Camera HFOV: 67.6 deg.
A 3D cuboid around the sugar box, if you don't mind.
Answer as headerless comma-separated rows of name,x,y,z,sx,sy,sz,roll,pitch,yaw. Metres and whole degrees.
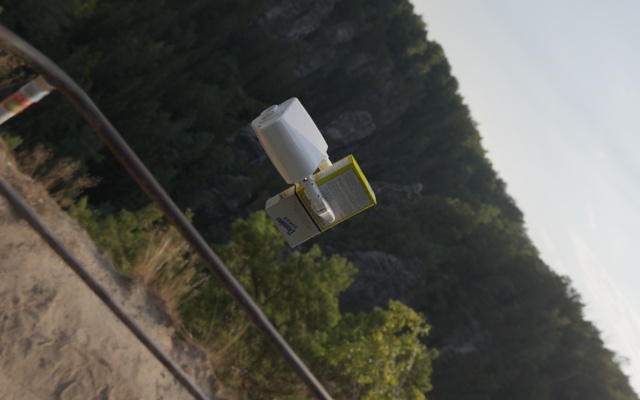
sugar box,0.000,0.002,0.843,0.176,0.093,0.048,-26,24,13
